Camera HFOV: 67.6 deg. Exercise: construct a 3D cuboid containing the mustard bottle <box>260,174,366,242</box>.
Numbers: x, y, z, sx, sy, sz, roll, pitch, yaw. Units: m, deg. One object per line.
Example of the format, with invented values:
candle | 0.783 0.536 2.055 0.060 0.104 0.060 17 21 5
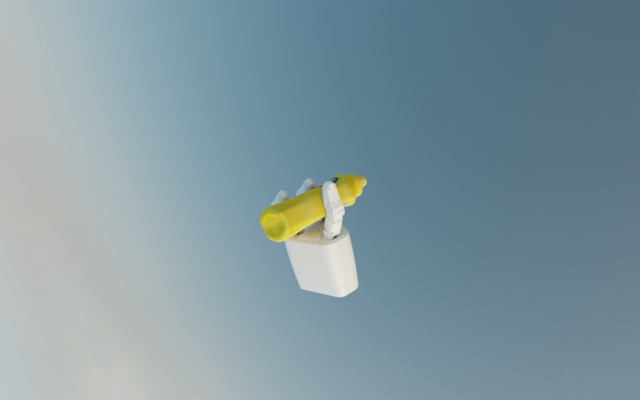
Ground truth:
mustard bottle | 0.000 0.002 0.785 0.191 0.058 0.096 -26 0 -29
